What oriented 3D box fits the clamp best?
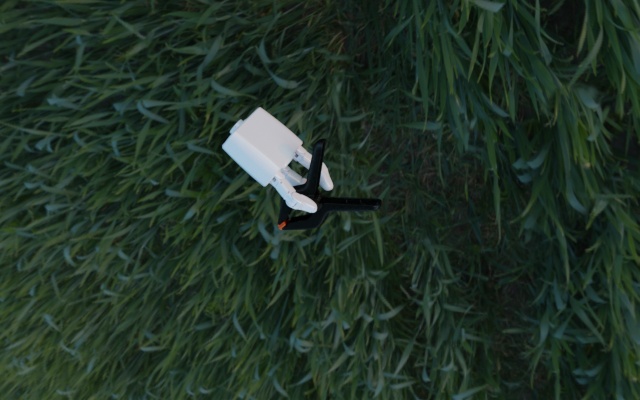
[{"bbox_3d":[-0.001,0.003,0.894,0.210,0.164,0.036,-44,8,35],"label":"clamp"}]
